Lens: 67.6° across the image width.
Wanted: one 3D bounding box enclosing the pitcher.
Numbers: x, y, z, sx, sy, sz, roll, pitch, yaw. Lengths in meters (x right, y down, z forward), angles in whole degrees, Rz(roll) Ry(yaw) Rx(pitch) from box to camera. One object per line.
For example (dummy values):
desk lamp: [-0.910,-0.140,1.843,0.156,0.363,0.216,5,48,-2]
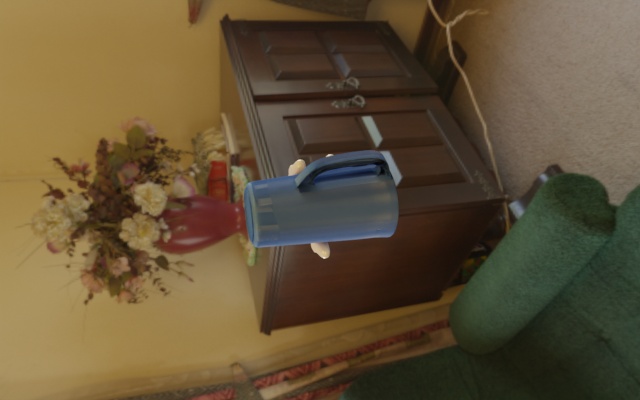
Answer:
pitcher: [0.000,0.003,0.797,0.243,0.149,0.145,-7,2,-15]
